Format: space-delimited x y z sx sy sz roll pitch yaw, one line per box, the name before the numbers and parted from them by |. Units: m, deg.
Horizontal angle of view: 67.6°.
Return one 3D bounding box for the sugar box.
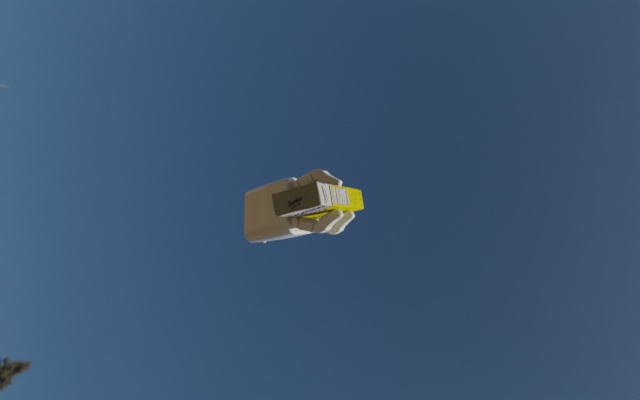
sugar box | 0.000 0.003 0.858 0.093 0.048 0.176 -15 -7 28
